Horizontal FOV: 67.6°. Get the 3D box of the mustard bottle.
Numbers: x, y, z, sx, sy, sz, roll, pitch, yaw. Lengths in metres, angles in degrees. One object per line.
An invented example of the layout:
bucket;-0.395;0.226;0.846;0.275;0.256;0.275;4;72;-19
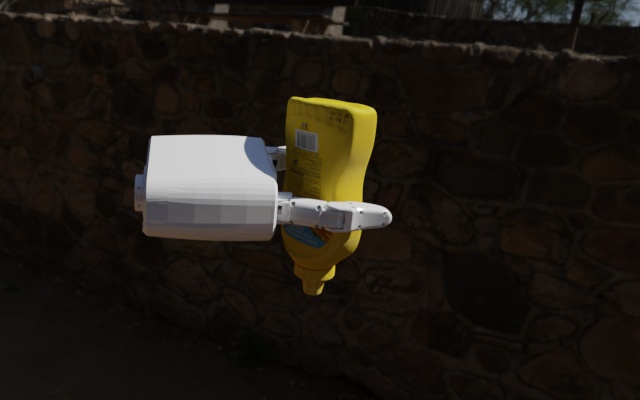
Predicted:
mustard bottle;0.000;0.001;0.460;0.058;0.192;0.096;-8;20;-41
